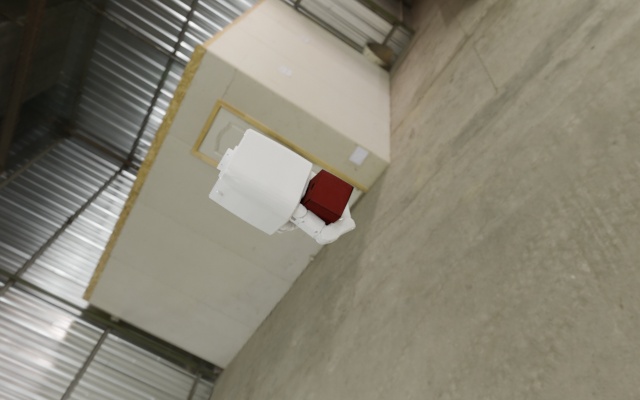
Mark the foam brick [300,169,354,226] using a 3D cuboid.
[{"bbox_3d":[0.000,0.002,0.662,0.051,0.053,0.078,31,-30,-12],"label":"foam brick"}]
